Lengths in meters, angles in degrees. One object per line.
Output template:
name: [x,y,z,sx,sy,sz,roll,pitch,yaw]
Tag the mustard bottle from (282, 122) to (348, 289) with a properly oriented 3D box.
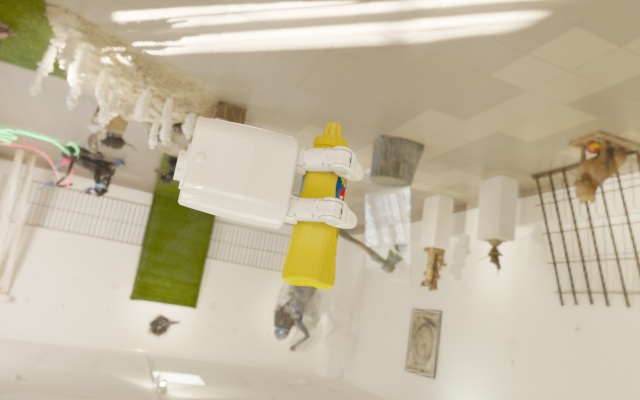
mustard bottle: [0.000,0.002,0.547,0.058,0.191,0.096,7,-13,8]
